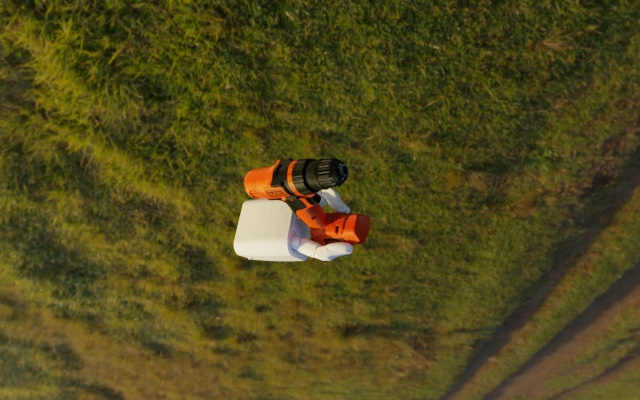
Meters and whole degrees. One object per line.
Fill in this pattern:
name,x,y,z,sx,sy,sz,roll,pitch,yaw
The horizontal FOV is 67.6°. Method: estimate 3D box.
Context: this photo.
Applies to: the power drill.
power drill,0.000,0.003,0.738,0.184,0.057,0.188,-4,-35,39
